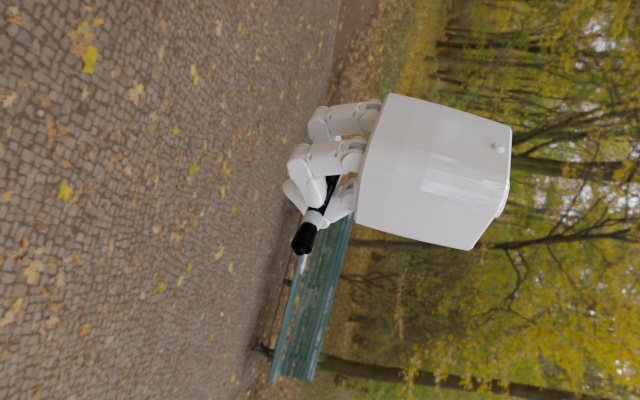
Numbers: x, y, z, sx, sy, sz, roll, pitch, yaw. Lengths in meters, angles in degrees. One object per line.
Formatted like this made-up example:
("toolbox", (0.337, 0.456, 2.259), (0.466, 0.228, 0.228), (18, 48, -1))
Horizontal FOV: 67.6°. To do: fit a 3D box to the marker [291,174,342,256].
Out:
("marker", (0.000, 0.001, 0.437), (0.020, 0.020, 0.121), (0, 44, 24))
